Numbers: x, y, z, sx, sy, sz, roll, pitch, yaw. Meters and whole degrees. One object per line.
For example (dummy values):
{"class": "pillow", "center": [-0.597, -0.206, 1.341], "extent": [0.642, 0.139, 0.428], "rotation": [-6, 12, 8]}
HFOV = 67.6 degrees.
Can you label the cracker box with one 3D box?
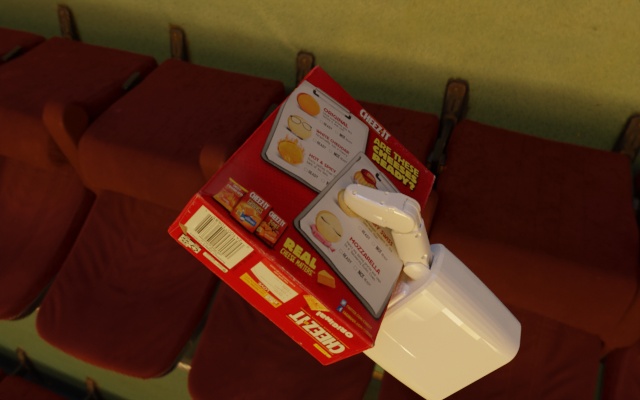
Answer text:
{"class": "cracker box", "center": [0.000, 0.001, 0.414], "extent": [0.072, 0.164, 0.213], "rotation": [-39, 14, 43]}
